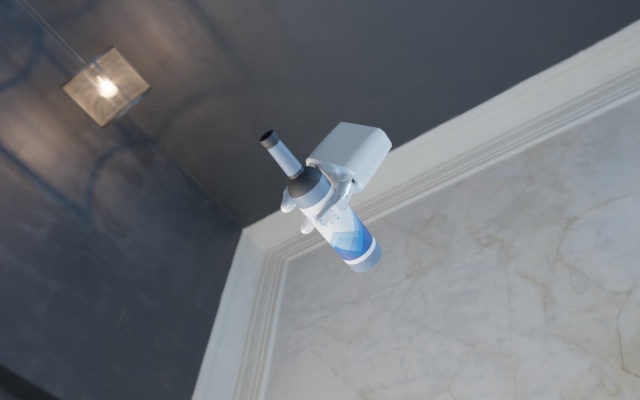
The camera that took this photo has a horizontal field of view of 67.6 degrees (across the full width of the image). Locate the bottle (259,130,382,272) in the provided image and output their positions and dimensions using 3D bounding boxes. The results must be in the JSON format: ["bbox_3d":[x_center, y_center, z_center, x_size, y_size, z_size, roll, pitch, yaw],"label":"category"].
[{"bbox_3d":[0.000,0.003,0.792,0.069,0.069,0.296,0,-43,50],"label":"bottle"}]
